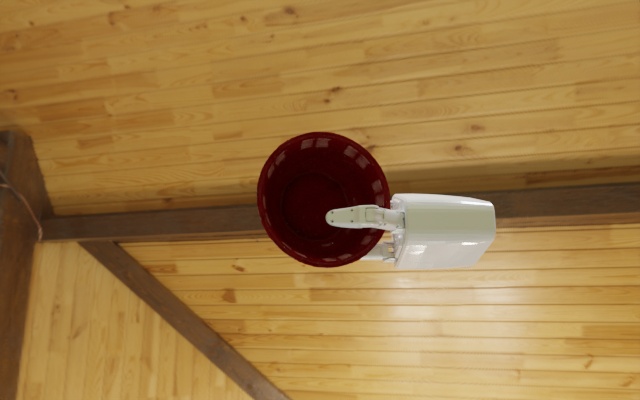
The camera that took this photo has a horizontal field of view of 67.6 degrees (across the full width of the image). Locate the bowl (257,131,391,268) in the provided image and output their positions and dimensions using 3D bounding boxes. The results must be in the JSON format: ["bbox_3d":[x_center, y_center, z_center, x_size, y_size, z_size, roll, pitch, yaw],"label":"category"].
[{"bbox_3d":[-0.001,0.002,0.577,0.162,0.162,0.055,0,-11,-15],"label":"bowl"}]
